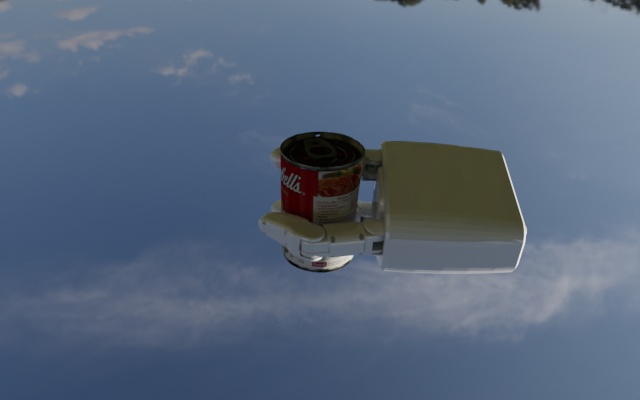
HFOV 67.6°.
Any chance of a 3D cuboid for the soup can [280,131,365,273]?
[{"bbox_3d":[0.000,0.002,0.406,0.068,0.102,0.068,2,31,-1],"label":"soup can"}]
